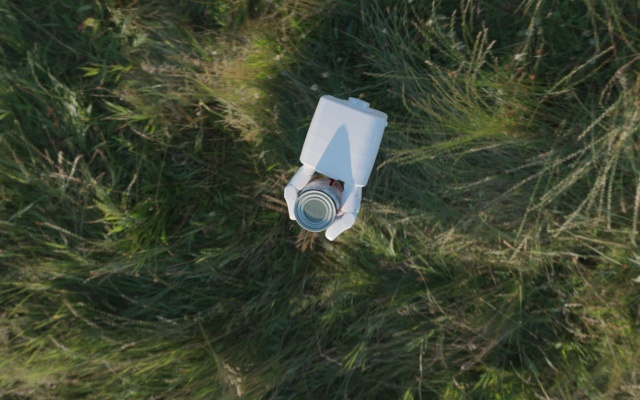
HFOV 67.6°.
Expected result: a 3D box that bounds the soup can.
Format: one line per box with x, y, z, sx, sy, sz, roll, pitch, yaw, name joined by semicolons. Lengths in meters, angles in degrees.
0.000;0.003;0.754;0.068;0.068;0.102;0;15;10;soup can
